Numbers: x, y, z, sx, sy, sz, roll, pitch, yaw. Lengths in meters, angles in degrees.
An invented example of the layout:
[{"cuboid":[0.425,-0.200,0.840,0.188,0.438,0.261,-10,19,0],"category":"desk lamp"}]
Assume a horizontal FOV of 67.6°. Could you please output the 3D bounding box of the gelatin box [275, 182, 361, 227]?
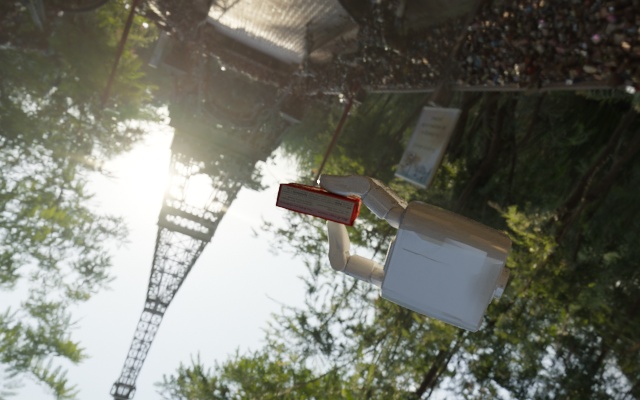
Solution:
[{"cuboid":[0.000,0.002,0.541,0.089,0.030,0.073,14,4,6],"category":"gelatin box"}]
